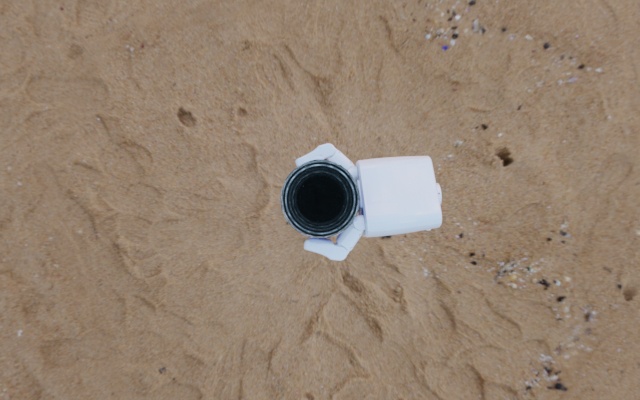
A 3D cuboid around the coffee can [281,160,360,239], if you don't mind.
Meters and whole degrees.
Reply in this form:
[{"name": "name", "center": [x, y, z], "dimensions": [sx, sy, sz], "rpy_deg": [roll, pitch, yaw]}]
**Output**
[{"name": "coffee can", "center": [0.000, 0.002, 0.681], "dimensions": [0.103, 0.103, 0.140], "rpy_deg": [0, -3, 0]}]
